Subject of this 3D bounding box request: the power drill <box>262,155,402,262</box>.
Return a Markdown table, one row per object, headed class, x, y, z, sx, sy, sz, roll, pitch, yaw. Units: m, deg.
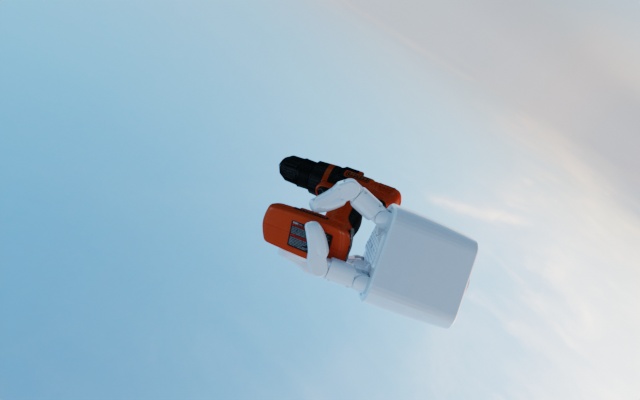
| class | x | y | z | sx | sy | sz | roll | pitch | yaw |
| --- | --- | --- | --- | --- | --- | --- | --- | --- | --- |
| power drill | 0.000 | 0.002 | 0.619 | 0.184 | 0.057 | 0.187 | 19 | 29 | 15 |
